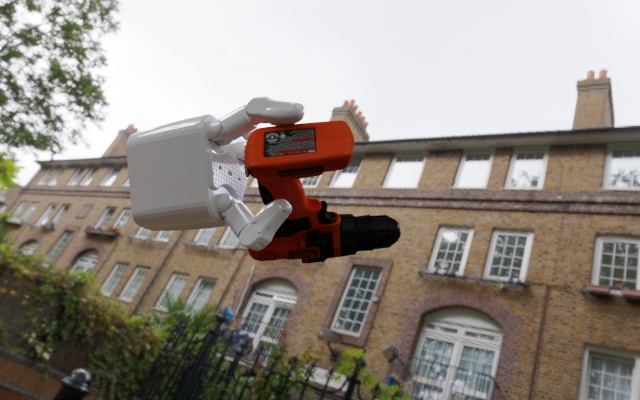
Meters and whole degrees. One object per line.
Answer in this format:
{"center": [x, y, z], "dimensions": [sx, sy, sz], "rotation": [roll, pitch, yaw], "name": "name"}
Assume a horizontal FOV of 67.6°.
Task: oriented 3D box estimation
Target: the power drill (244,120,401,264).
{"center": [0.000, 0.001, 0.520], "dimensions": [0.184, 0.057, 0.188], "rotation": [-6, -41, -1], "name": "power drill"}
